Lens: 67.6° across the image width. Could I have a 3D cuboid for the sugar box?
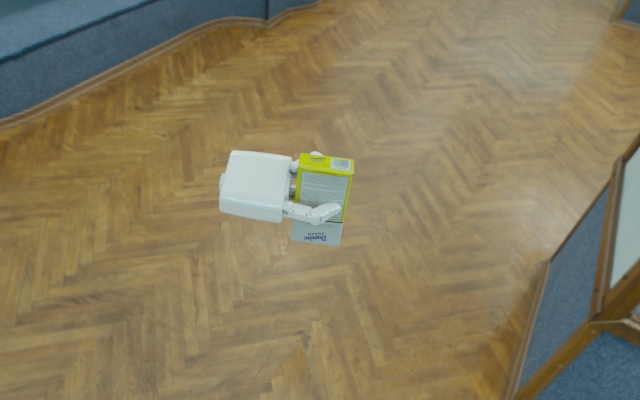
[{"bbox_3d":[0.000,0.002,0.842,0.093,0.176,0.048,8,44,-2],"label":"sugar box"}]
